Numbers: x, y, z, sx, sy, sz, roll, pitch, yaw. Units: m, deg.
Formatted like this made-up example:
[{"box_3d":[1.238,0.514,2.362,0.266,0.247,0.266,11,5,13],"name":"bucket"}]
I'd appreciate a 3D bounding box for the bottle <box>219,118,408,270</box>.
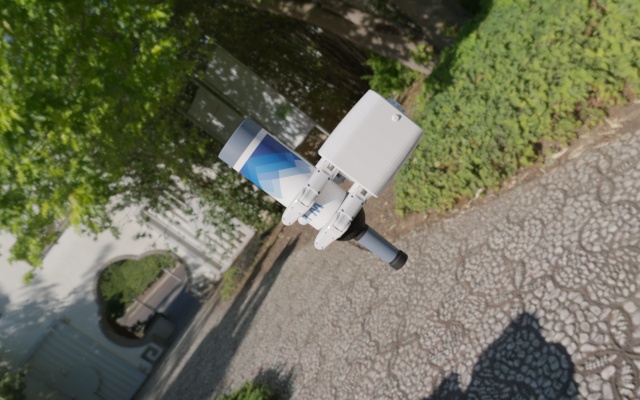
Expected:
[{"box_3d":[0.000,0.002,0.660,0.296,0.069,0.069,37,-7,-9],"name":"bottle"}]
